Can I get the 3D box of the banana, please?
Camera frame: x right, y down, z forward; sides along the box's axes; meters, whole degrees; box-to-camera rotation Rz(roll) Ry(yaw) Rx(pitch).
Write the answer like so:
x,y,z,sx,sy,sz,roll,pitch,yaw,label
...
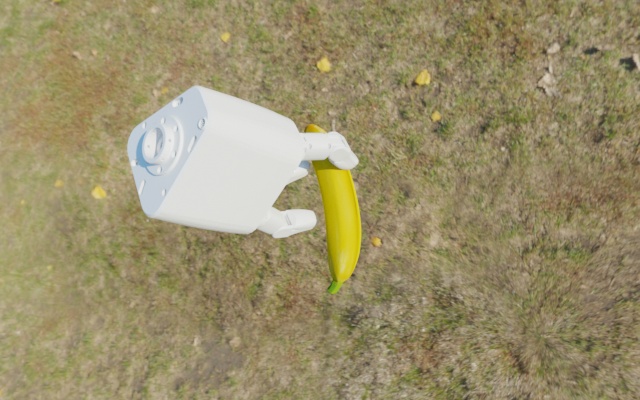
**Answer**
x,y,z,sx,sy,sz,roll,pitch,yaw,label
0.012,0.001,0.523,0.037,0.197,0.069,2,-14,-39,banana
